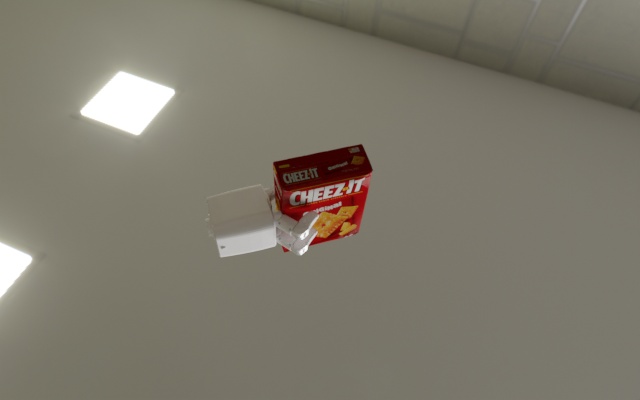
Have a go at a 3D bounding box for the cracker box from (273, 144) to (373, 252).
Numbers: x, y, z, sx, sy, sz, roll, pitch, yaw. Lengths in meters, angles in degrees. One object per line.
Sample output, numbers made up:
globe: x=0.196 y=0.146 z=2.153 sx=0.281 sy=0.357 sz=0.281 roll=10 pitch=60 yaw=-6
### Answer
cracker box: x=0.000 y=0.003 z=0.894 sx=0.164 sy=0.072 sz=0.214 roll=-13 pitch=-32 yaw=-12
